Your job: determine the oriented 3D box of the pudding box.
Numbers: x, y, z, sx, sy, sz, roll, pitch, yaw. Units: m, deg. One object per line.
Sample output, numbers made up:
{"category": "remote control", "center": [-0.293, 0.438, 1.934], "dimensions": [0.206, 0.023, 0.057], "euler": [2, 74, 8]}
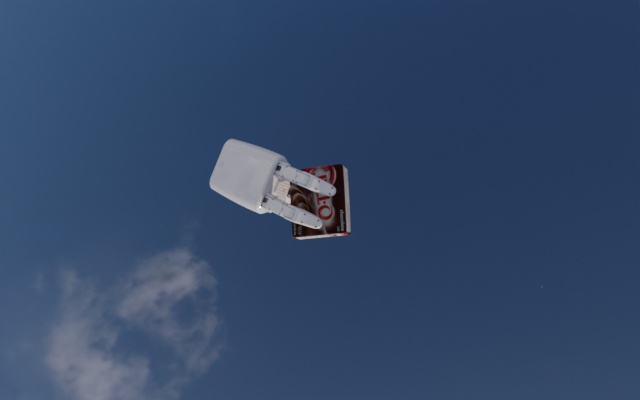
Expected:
{"category": "pudding box", "center": [0.000, 0.003, 0.761], "dimensions": [0.090, 0.113, 0.039], "euler": [-7, -9, 18]}
